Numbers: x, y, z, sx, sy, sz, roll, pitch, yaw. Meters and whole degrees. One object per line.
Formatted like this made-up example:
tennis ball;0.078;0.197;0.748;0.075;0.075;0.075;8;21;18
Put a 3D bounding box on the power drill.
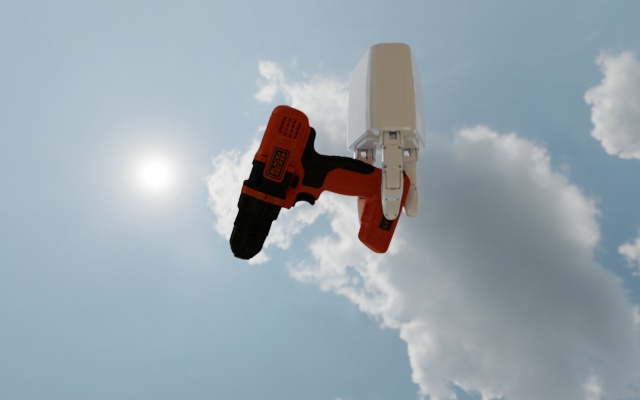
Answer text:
power drill;0.001;0.002;0.567;0.188;0.184;0.057;19;4;-17
